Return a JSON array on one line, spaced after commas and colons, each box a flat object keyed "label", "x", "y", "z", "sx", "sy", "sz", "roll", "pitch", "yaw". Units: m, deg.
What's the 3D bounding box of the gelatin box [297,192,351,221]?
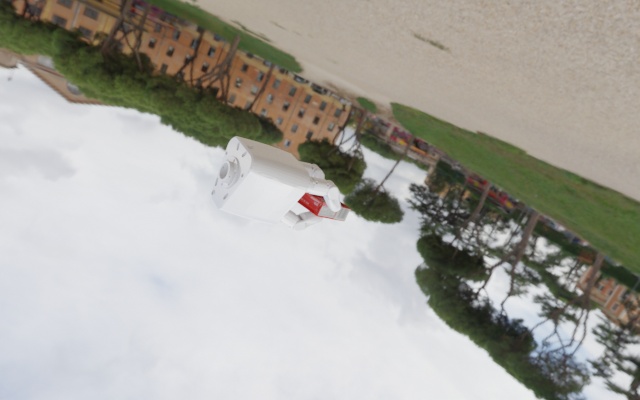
[{"label": "gelatin box", "x": 0.000, "y": 0.003, "z": 0.841, "sx": 0.073, "sy": 0.030, "sz": 0.089, "roll": 36, "pitch": 13, "yaw": 36}]
